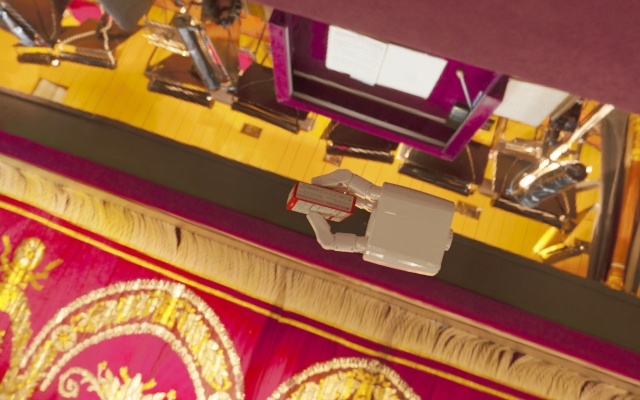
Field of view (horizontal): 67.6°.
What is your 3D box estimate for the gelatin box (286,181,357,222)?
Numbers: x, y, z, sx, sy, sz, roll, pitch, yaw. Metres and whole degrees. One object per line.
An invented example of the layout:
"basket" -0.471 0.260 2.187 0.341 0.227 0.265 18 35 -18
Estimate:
"gelatin box" 0.000 0.003 0.694 0.089 0.030 0.073 14 -14 -9
